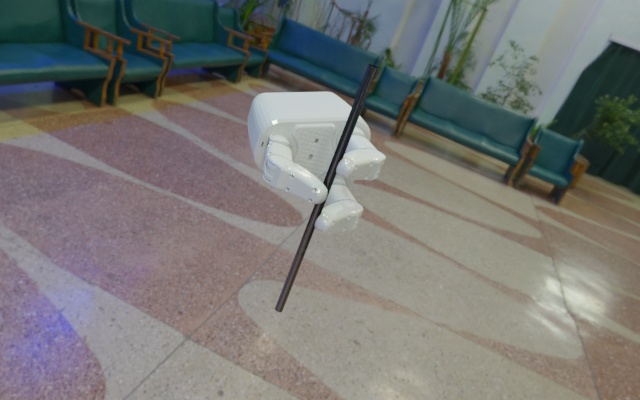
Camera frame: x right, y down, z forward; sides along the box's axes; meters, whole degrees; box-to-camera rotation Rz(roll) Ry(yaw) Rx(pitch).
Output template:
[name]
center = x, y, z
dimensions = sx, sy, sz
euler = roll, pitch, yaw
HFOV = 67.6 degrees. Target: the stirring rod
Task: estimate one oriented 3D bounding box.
[stirring rod]
center = 0.000, 0.001, 0.408
dimensions = 0.011, 0.240, 0.011
euler = 18, 24, -8
